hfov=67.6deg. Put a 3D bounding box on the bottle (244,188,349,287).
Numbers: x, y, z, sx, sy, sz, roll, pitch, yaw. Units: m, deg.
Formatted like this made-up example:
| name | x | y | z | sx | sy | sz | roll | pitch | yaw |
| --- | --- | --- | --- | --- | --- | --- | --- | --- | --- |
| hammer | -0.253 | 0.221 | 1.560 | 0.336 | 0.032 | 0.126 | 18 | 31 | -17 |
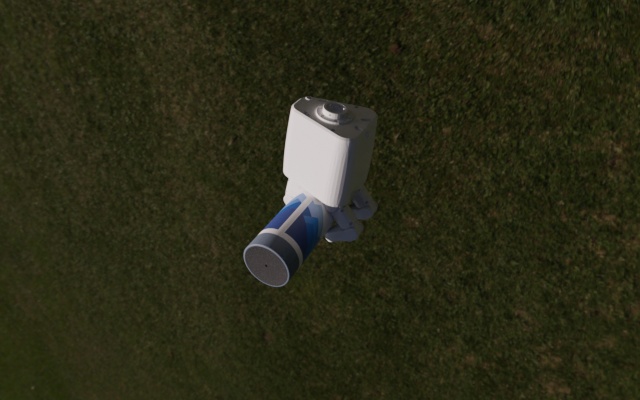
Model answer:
| name | x | y | z | sx | sy | sz | roll | pitch | yaw |
| --- | --- | --- | --- | --- | --- | --- | --- | --- | --- |
| bottle | 0.000 | 0.002 | 0.687 | 0.069 | 0.069 | 0.295 | 0 | 32 | 32 |
